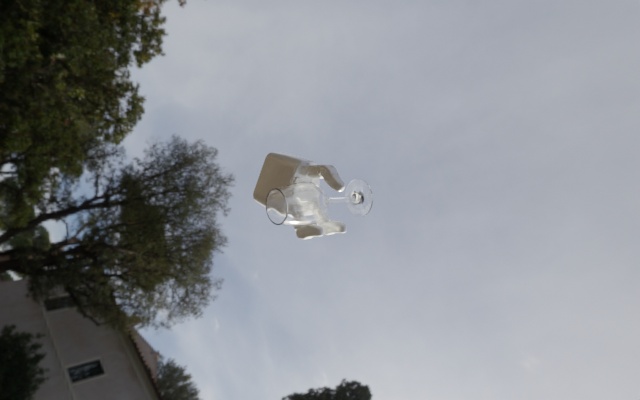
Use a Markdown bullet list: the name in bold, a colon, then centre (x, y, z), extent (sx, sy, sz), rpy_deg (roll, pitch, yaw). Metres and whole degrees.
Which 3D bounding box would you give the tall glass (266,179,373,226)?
- **tall glass**: centre (0.001, 0.003, 0.863), extent (0.201, 0.079, 0.079), rpy_deg (-6, 4, -42)
